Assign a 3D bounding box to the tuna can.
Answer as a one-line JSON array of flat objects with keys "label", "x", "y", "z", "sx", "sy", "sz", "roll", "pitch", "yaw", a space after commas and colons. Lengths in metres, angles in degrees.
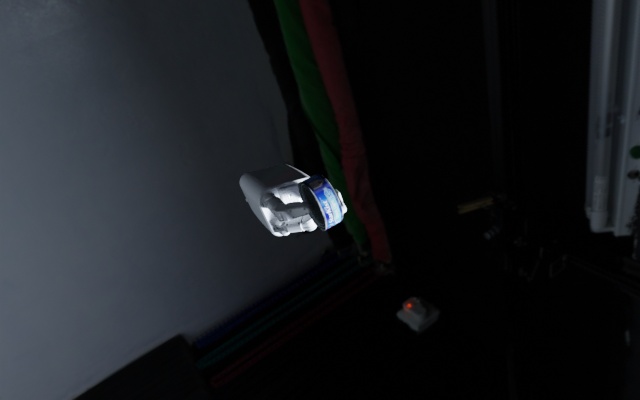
[{"label": "tuna can", "x": 0.001, "y": 0.002, "z": 0.750, "sx": 0.034, "sy": 0.086, "sz": 0.086, "roll": -27, "pitch": 8, "yaw": -15}]
